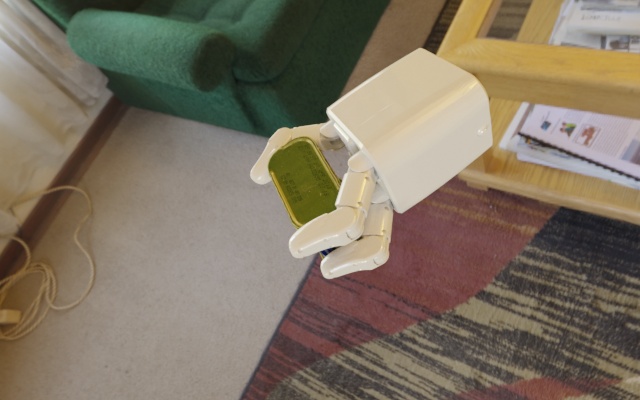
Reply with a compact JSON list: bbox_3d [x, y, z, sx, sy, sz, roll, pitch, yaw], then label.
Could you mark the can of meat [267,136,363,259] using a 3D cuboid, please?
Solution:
[{"bbox_3d":[0.000,0.001,0.443,0.057,0.102,0.084,-32,-35,4],"label":"can of meat"}]
